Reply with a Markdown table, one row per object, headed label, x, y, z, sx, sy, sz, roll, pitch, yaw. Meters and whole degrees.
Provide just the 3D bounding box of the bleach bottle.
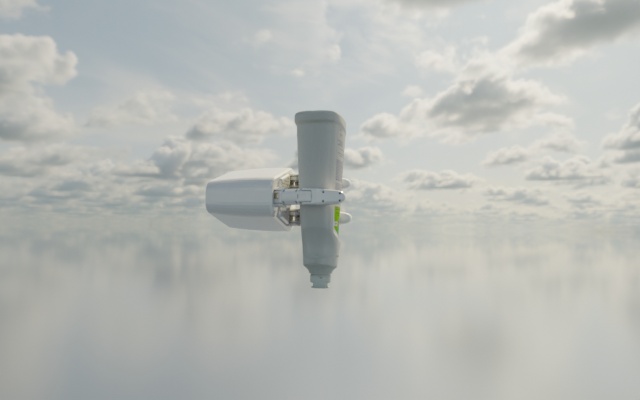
| label | x | y | z | sx | sy | sz | roll | pitch | yaw |
| --- | --- | --- | --- | --- | --- | --- | --- | --- | --- |
| bleach bottle | 0.000 | 0.002 | 0.700 | 0.068 | 0.251 | 0.102 | 0 | -3 | 14 |
